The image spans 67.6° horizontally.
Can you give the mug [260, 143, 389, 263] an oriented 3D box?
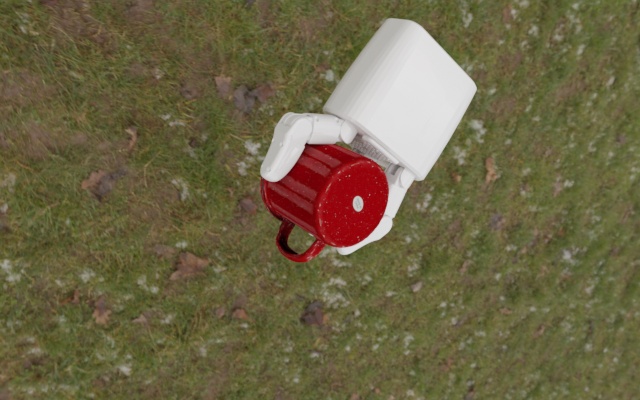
[{"bbox_3d":[-0.001,0.003,0.427,0.093,0.117,0.081,33,-3,-42],"label":"mug"}]
